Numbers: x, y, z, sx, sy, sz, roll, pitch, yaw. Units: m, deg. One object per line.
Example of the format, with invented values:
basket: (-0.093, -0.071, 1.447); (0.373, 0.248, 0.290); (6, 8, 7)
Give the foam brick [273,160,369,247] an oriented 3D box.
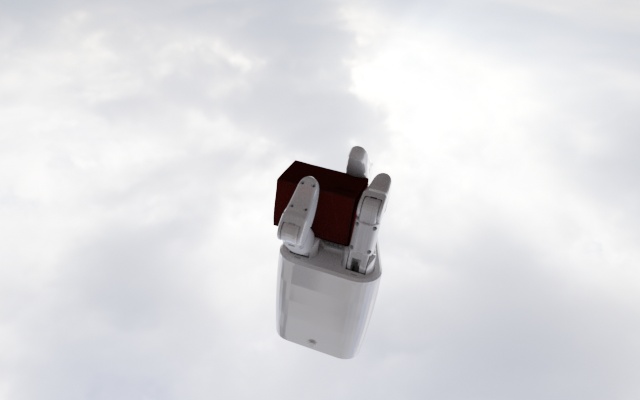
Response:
foam brick: (0.000, 0.001, 0.455); (0.078, 0.051, 0.053); (15, 28, 13)
